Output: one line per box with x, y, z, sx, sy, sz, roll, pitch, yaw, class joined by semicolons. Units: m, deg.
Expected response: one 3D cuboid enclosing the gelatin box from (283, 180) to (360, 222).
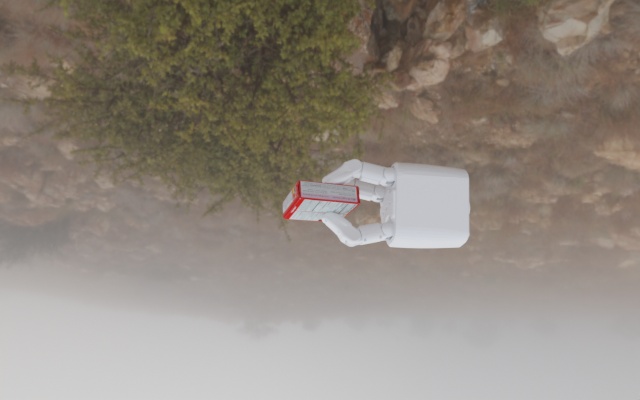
0.000;0.003;0.657;0.089;0.030;0.073;4;-24;-21;gelatin box
